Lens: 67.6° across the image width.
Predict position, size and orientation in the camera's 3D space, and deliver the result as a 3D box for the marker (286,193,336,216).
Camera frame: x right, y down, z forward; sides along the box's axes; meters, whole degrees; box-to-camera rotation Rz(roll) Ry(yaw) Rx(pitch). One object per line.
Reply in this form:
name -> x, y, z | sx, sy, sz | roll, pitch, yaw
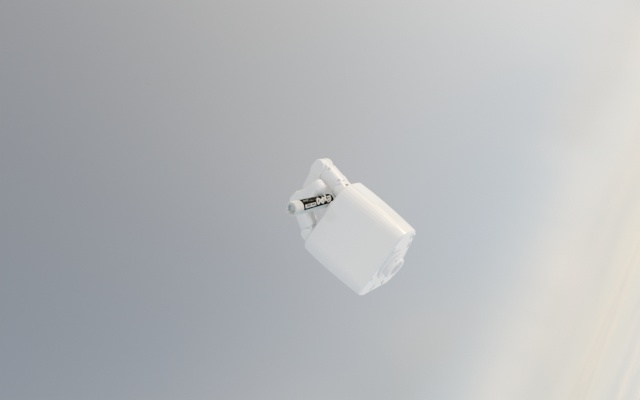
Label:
marker -> 0.000, 0.002, 0.644 | 0.020, 0.020, 0.121 | 0, 8, 38
